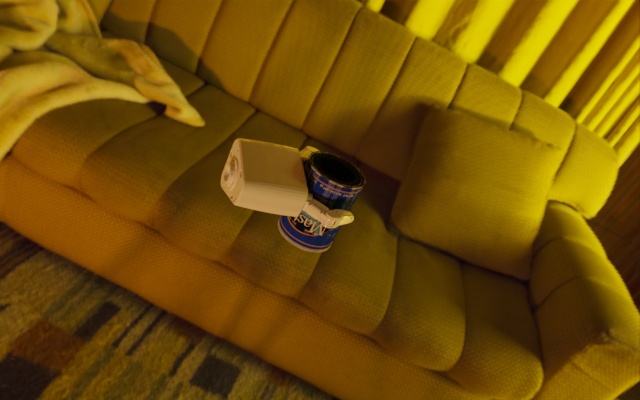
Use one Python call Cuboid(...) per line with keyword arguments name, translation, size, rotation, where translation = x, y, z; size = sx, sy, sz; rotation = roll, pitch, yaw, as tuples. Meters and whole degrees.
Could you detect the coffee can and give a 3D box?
Cuboid(name="coffee can", translation=(0.000, 0.003, 0.808), size=(0.103, 0.140, 0.102), rotation=(21, 29, -12))
